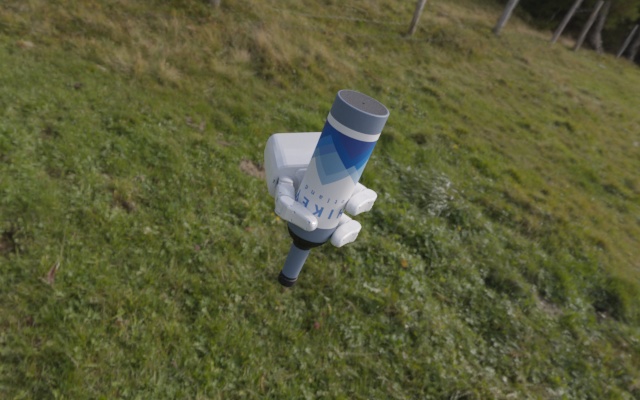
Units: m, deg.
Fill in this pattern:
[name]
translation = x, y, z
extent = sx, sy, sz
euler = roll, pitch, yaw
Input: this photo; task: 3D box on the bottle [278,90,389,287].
[bottle]
translation = 0.000, 0.002, 0.635
extent = 0.069, 0.296, 0.069
euler = 17, 30, -11
